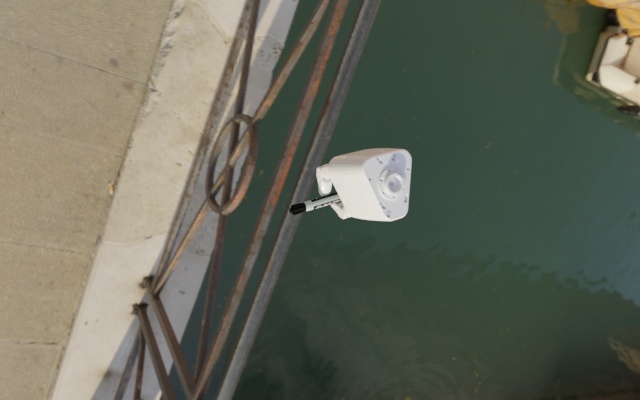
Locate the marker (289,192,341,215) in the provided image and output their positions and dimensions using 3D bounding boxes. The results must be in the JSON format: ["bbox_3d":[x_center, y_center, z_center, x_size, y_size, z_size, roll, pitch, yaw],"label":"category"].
[{"bbox_3d":[0.000,0.003,0.853,0.121,0.020,0.020,-16,7,-24],"label":"marker"}]
